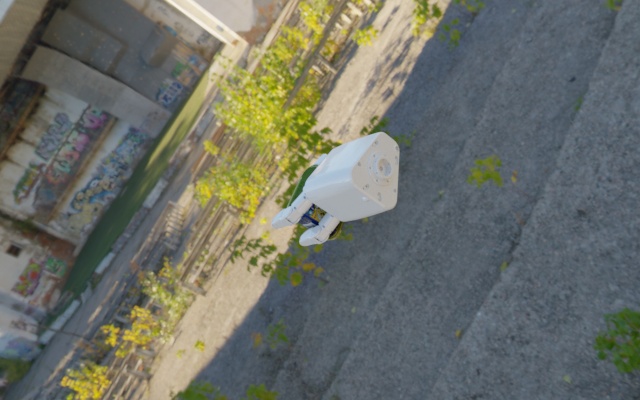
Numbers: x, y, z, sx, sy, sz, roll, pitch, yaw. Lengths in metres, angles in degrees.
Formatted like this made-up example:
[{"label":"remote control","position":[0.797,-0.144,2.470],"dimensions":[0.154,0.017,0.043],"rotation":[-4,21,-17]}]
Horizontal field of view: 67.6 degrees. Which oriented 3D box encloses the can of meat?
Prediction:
[{"label":"can of meat","position":[0.000,0.002,0.792],"dimensions":[0.084,0.102,0.057],"rotation":[34,-23,-27]}]
